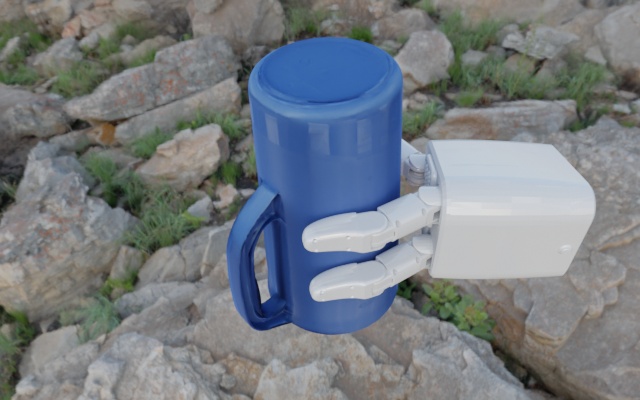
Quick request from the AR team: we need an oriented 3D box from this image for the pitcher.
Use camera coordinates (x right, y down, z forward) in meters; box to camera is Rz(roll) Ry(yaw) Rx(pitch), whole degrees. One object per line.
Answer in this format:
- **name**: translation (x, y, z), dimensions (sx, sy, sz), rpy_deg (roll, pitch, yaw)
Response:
- **pitcher**: translation (0.000, 0.001, 0.403), dimensions (0.145, 0.243, 0.149), rpy_deg (2, 44, 6)
